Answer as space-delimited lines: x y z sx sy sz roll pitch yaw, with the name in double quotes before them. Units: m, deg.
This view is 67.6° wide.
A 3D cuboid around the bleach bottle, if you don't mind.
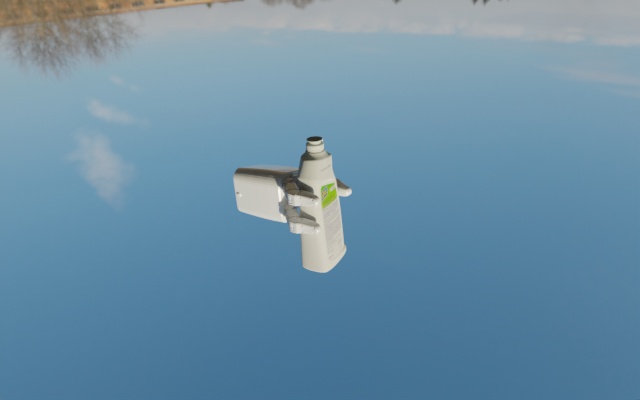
"bleach bottle" 0.000 0.003 0.877 0.068 0.251 0.102 10 30 24
